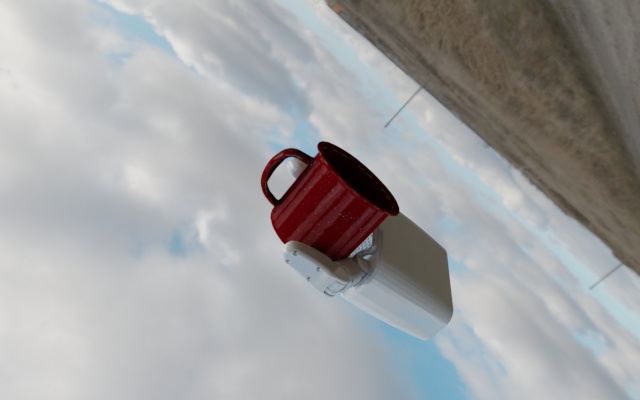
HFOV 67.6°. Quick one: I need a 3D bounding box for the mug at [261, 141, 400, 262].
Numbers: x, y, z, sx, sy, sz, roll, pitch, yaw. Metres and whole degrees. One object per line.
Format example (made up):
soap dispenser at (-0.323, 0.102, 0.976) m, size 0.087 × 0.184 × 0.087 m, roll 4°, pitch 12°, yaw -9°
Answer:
mug at (-0.001, 0.001, 0.423) m, size 0.117 × 0.081 × 0.093 m, roll 34°, pitch 21°, yaw -21°
